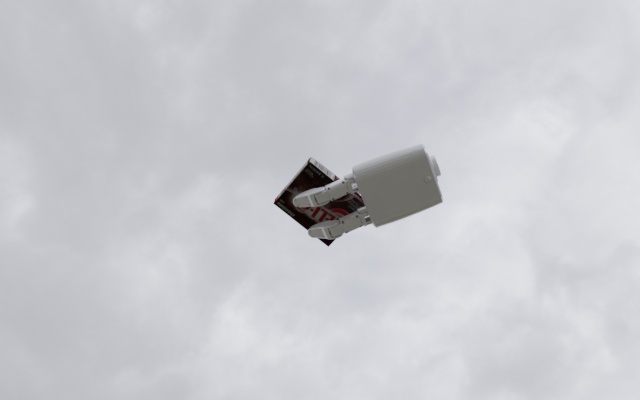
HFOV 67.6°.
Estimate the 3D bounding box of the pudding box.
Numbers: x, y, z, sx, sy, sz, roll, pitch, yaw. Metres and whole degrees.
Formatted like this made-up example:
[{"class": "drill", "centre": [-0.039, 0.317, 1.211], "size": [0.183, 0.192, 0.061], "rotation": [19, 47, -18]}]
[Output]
[{"class": "pudding box", "centre": [0.000, 0.002, 0.731], "size": [0.113, 0.090, 0.039], "rotation": [39, 19, -7]}]
